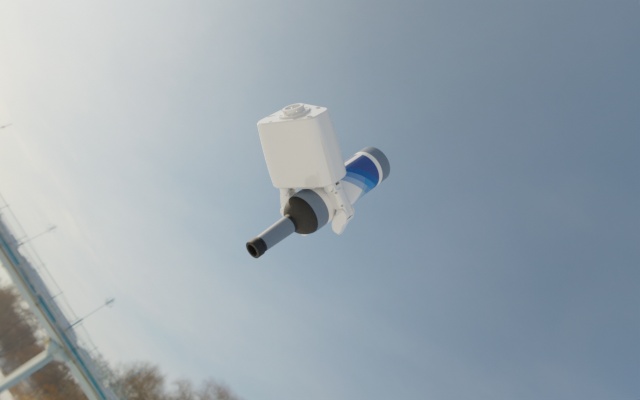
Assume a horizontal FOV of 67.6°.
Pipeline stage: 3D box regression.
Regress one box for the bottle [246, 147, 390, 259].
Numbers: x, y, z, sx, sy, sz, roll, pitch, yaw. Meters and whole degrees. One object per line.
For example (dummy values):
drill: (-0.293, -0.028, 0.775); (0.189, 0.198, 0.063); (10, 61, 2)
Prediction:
bottle: (0.000, 0.002, 0.757); (0.069, 0.069, 0.295); (0, 27, 47)
